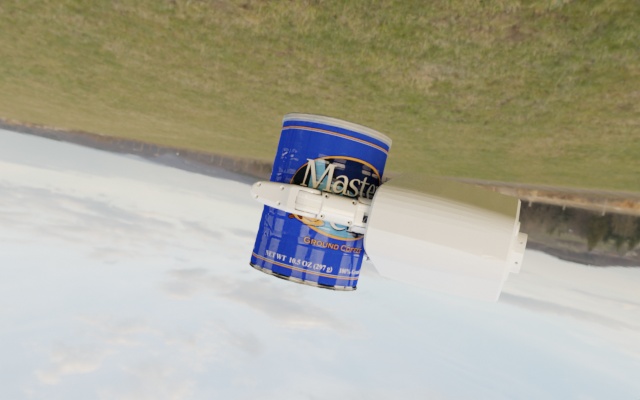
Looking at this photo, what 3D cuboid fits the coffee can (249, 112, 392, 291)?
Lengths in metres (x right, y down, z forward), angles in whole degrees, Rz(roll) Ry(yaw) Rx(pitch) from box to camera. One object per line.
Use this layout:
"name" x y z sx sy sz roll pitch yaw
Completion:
"coffee can" 0.000 0.001 0.441 0.103 0.140 0.103 13 -1 0
